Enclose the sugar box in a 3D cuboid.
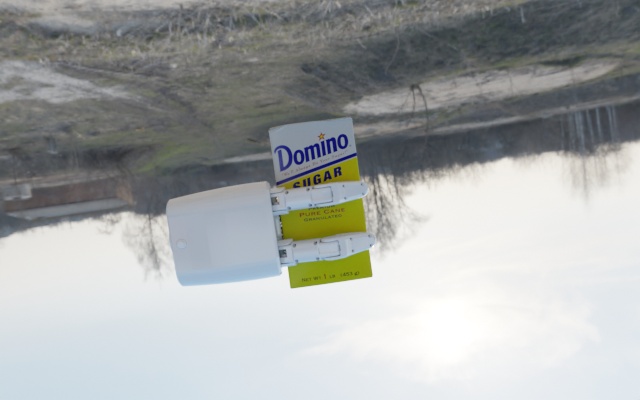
[{"bbox_3d":[0.000,0.002,0.527,0.093,0.176,0.048,-8,3,-2],"label":"sugar box"}]
